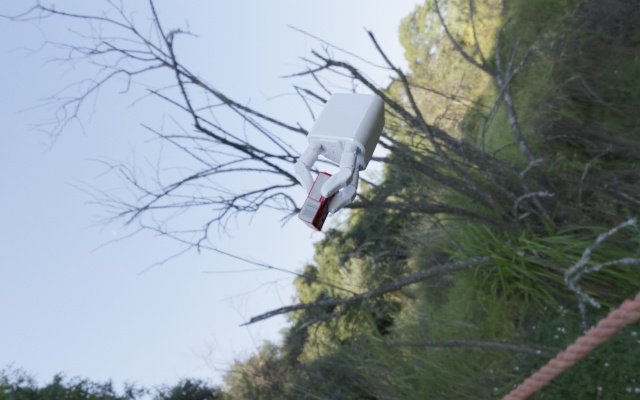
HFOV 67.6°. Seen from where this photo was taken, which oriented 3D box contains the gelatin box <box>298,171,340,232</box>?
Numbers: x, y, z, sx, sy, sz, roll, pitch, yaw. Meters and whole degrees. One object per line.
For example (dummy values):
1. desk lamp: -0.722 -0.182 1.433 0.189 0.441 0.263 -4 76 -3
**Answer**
1. gelatin box: 0.000 0.003 0.808 0.030 0.089 0.073 23 -9 16
